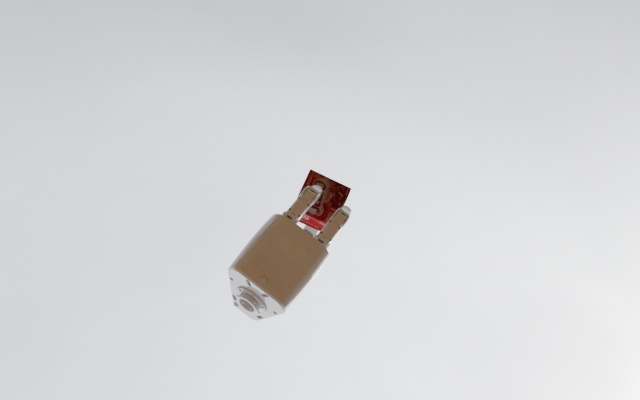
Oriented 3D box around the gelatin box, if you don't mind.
[{"bbox_3d":[0.000,0.002,0.742,0.073,0.089,0.030,25,-40,-2],"label":"gelatin box"}]
